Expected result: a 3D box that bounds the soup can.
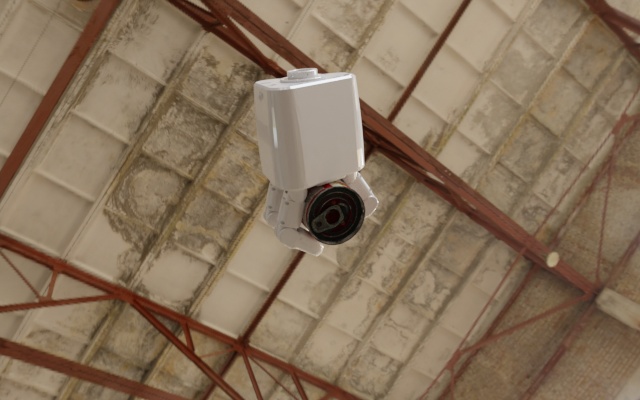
[{"bbox_3d":[0.000,0.002,0.560,0.068,0.068,0.102,0,18,-22],"label":"soup can"}]
